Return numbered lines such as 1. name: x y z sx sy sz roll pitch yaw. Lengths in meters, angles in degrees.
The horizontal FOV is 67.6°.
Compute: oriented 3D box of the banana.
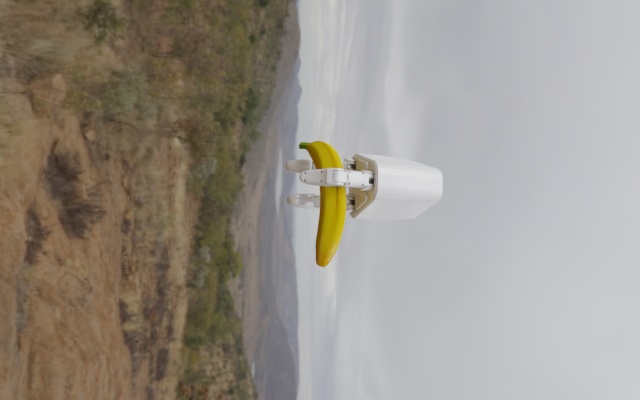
1. banana: 0.009 -0.008 0.674 0.037 0.197 0.070 7 -27 -30
